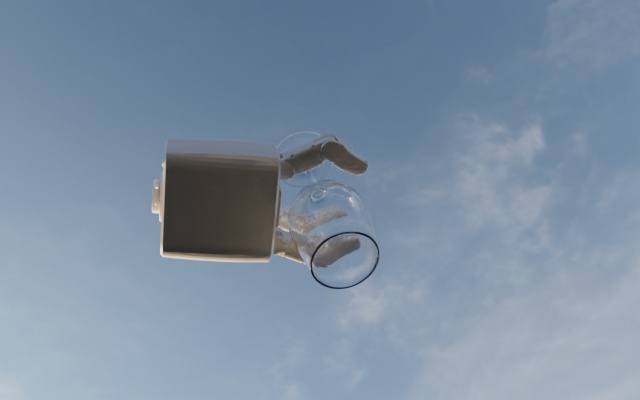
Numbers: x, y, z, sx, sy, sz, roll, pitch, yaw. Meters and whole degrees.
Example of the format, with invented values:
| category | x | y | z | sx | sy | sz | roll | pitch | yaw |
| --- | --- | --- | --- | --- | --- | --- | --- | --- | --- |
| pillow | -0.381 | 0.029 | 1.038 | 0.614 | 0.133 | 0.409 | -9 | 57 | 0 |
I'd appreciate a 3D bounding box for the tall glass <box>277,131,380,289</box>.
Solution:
| category | x | y | z | sx | sy | sz | roll | pitch | yaw |
| --- | --- | --- | --- | --- | --- | --- | --- | --- | --- |
| tall glass | 0.000 | 0.001 | 0.488 | 0.079 | 0.079 | 0.201 | 0 | 30 | -15 |
